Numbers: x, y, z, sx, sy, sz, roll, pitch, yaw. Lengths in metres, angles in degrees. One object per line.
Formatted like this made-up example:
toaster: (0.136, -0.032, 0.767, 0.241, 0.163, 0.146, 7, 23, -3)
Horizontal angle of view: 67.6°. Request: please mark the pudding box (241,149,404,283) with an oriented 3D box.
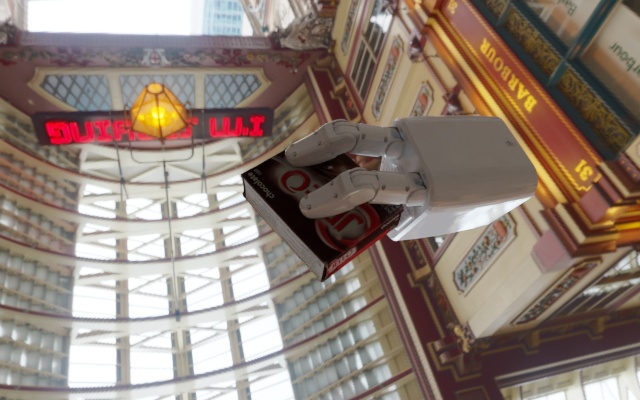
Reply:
pudding box: (0.000, 0.001, 0.412, 0.090, 0.113, 0.039, -33, -28, -28)
